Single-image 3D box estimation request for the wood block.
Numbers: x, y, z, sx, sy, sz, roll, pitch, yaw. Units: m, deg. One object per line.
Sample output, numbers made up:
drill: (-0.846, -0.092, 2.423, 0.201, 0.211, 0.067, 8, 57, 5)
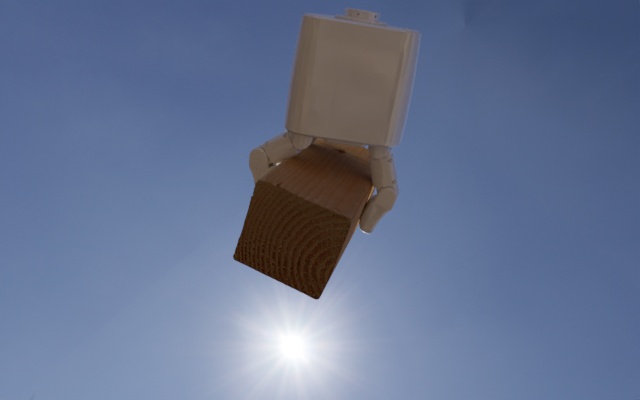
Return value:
wood block: (0.001, 0.001, 0.508, 0.091, 0.090, 0.206, 24, 25, 7)
